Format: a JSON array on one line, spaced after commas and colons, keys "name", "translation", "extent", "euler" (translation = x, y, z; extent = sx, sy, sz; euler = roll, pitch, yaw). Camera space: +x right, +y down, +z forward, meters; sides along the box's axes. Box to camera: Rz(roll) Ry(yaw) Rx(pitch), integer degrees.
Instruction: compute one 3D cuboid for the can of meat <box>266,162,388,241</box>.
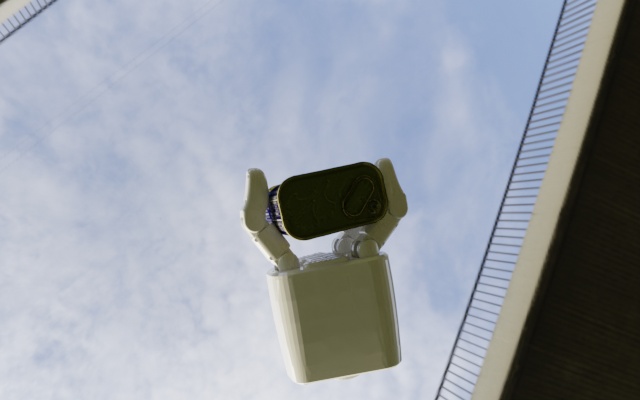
[{"name": "can of meat", "translation": [0.000, 0.001, 0.460], "extent": [0.102, 0.057, 0.084], "euler": [-13, 2, -19]}]
